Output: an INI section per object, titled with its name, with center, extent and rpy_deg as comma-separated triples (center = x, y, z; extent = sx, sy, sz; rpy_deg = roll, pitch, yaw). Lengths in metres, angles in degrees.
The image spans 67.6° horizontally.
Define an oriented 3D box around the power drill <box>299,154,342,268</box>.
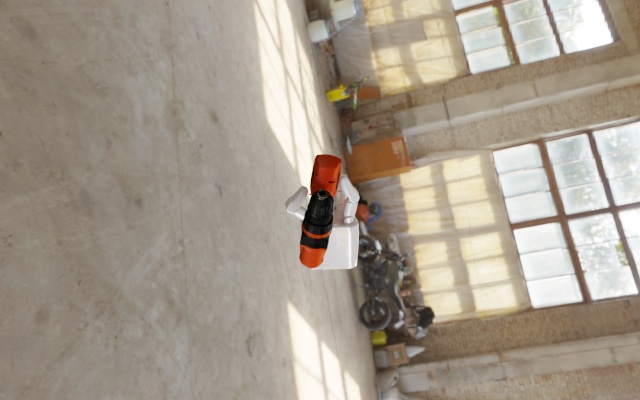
[power drill]
center = 0.000, 0.003, 0.865
extent = 0.057, 0.187, 0.185
rpy_deg = 12, -44, -1
